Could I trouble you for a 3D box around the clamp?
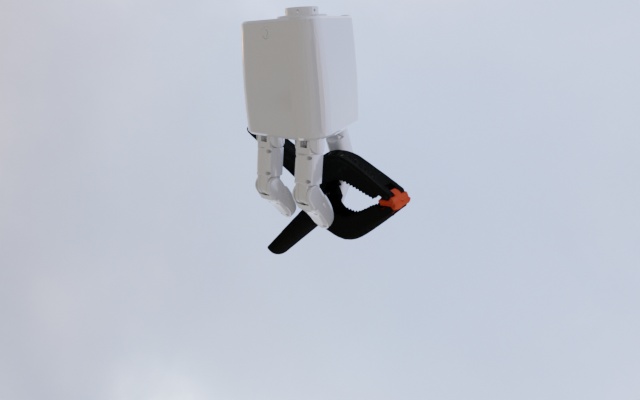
[{"bbox_3d":[0.001,0.001,0.519,0.210,0.165,0.036,14,26,40],"label":"clamp"}]
